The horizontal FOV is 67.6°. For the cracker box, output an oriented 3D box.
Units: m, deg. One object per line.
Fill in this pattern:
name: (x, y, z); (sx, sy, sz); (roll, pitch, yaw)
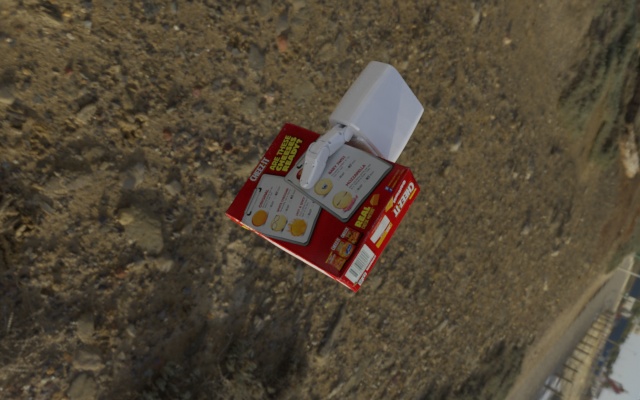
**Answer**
cracker box: (0.000, 0.002, 0.650); (0.213, 0.164, 0.072); (25, -13, 35)
